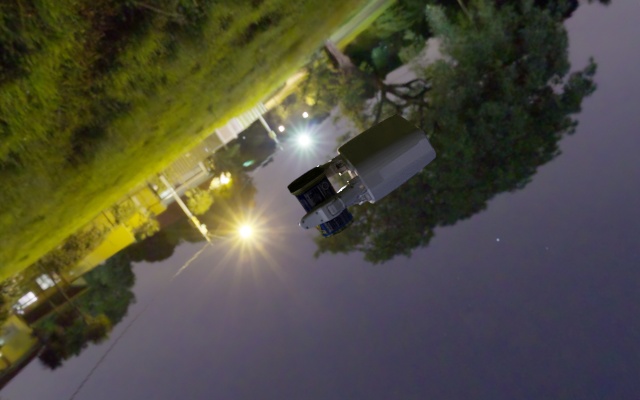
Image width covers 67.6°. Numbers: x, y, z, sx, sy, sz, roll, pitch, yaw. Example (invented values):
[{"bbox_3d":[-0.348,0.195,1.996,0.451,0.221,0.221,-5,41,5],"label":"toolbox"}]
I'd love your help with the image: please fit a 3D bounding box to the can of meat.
[{"bbox_3d":[0.000,0.003,0.697,0.057,0.084,0.102,-34,12,-2],"label":"can of meat"}]
